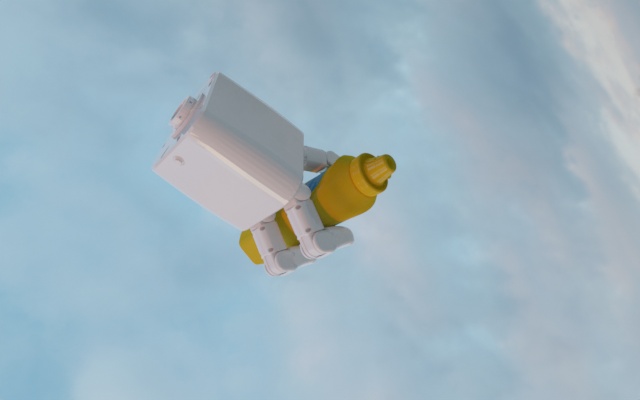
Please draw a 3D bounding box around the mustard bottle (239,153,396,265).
[{"bbox_3d":[0.000,0.002,0.492,0.192,0.058,0.096,-31,9,41],"label":"mustard bottle"}]
